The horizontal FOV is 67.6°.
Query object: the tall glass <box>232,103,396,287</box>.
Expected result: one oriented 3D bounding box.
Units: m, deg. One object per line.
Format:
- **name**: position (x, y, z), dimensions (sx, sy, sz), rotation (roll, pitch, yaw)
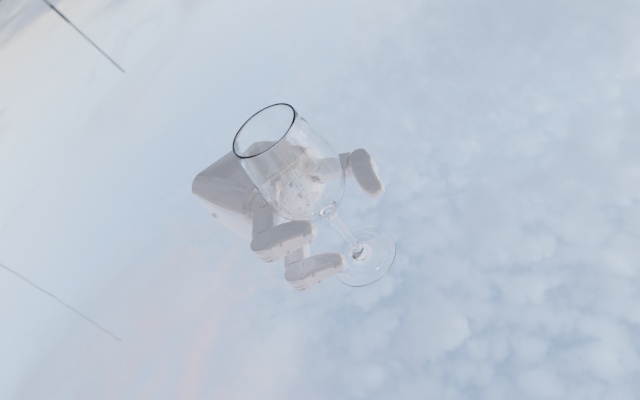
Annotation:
- **tall glass**: position (0.001, 0.002, 0.454), dimensions (0.079, 0.079, 0.201), rotation (0, -37, 36)
